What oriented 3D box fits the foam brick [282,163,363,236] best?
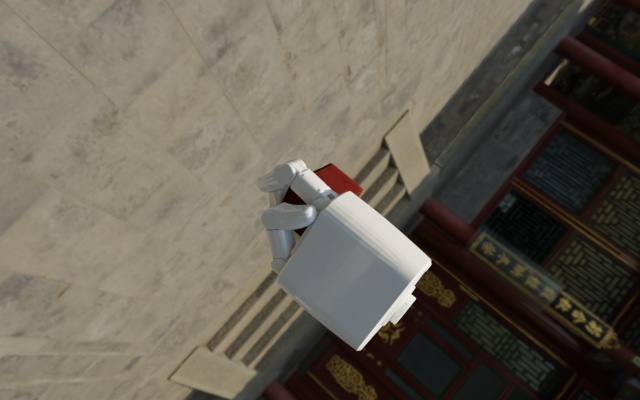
[{"bbox_3d":[0.000,0.002,0.527,0.051,0.053,0.078,39,36,17],"label":"foam brick"}]
